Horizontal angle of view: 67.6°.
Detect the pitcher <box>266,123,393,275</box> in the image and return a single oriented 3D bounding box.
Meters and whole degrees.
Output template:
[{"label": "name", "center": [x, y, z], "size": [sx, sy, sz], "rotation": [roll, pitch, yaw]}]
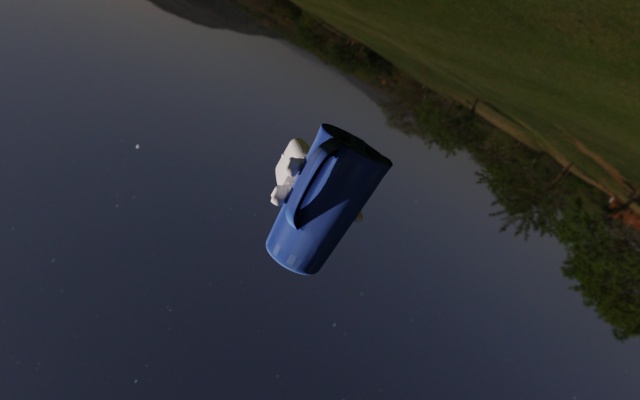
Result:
[{"label": "pitcher", "center": [0.000, 0.003, 0.800], "size": [0.149, 0.243, 0.145], "rotation": [23, 18, -22]}]
